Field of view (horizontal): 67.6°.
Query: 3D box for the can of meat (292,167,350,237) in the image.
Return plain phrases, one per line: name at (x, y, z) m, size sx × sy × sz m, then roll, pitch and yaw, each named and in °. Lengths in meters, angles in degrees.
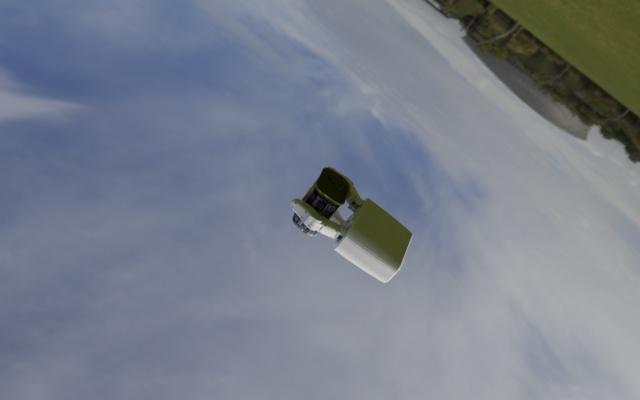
can of meat at (0.000, 0.003, 0.821) m, size 0.057 × 0.084 × 0.102 m, roll 35°, pitch 27°, yaw -6°
